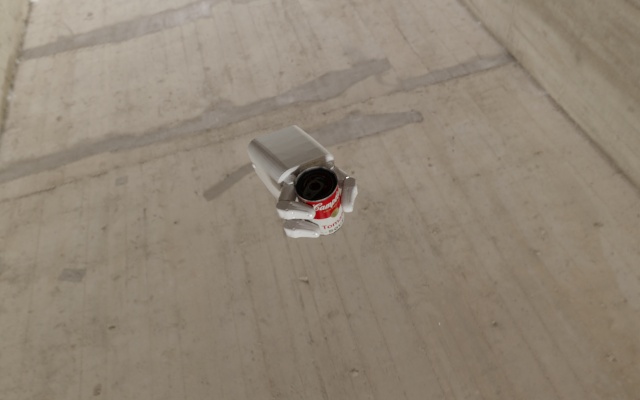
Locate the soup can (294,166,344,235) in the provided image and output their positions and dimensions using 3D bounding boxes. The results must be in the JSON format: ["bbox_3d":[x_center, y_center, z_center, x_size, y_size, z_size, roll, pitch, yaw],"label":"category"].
[{"bbox_3d":[0.001,0.003,0.767,0.068,0.068,0.102,0,-35,10],"label":"soup can"}]
